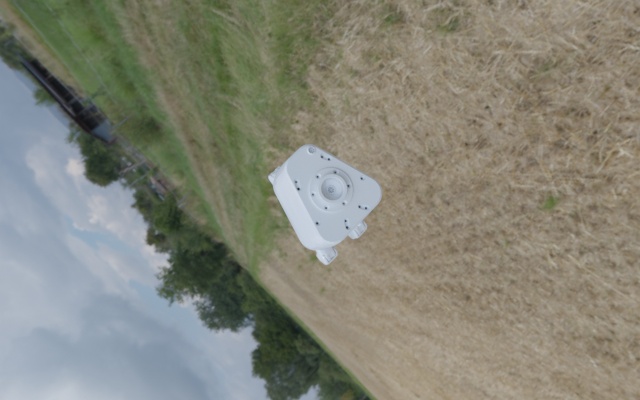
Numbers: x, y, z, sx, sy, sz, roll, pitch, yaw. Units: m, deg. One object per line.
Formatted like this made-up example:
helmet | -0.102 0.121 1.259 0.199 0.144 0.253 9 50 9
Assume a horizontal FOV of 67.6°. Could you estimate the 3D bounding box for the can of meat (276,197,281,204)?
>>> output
can of meat | 0.000 0.002 0.676 0.084 0.102 0.057 -45 6 -13
